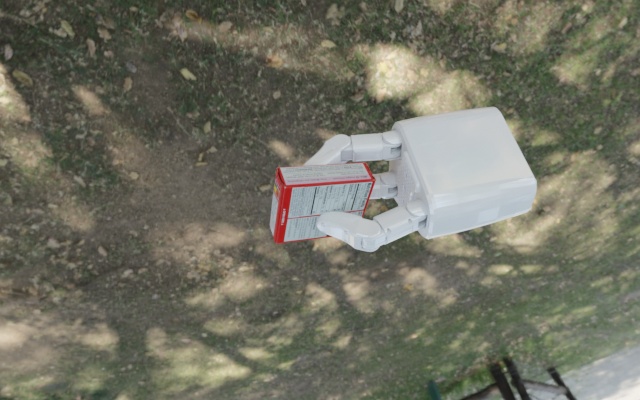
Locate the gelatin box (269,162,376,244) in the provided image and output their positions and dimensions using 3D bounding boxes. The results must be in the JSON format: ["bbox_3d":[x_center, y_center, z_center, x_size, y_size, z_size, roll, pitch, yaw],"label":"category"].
[{"bbox_3d":[0.000,0.002,0.448,0.089,0.073,0.030,-6,45,-19],"label":"gelatin box"}]
